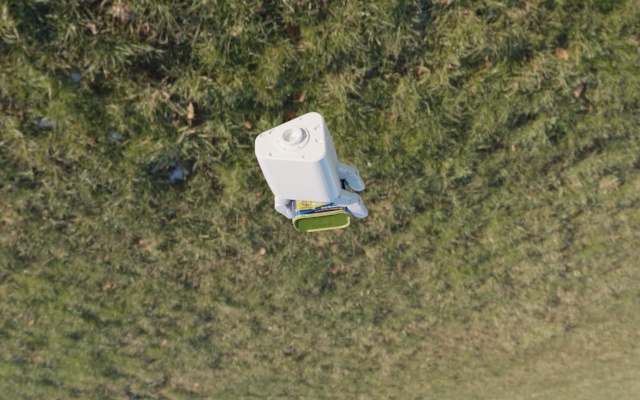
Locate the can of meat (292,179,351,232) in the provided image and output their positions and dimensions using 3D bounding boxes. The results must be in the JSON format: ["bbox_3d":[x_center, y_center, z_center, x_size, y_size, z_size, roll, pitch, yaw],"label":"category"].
[{"bbox_3d":[0.000,0.003,0.814,0.102,0.084,0.057,-7,-33,4],"label":"can of meat"}]
